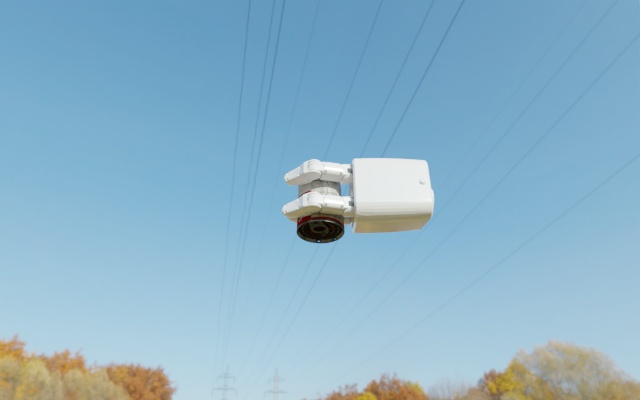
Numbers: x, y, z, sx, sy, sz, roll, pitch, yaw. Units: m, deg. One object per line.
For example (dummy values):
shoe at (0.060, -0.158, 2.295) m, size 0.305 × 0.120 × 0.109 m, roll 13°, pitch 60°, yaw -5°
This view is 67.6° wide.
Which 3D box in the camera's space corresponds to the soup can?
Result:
soup can at (0.000, 0.002, 0.698) m, size 0.068 × 0.102 × 0.068 m, roll 0°, pitch -32°, yaw 0°
